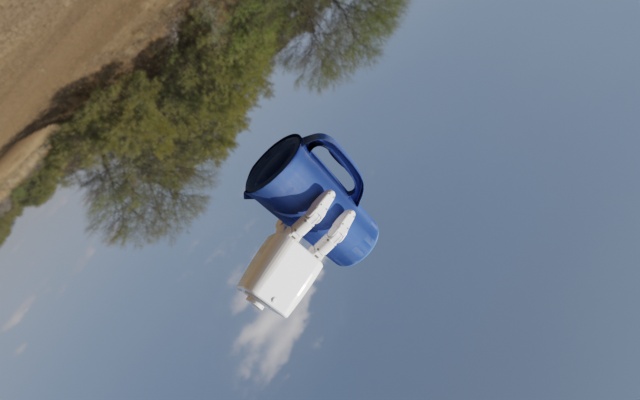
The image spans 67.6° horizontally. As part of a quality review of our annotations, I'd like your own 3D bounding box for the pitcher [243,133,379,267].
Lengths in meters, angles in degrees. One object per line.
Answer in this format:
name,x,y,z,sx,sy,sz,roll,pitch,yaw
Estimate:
pitcher,0.000,0.003,0.839,0.243,0.145,0.149,43,-23,-26
